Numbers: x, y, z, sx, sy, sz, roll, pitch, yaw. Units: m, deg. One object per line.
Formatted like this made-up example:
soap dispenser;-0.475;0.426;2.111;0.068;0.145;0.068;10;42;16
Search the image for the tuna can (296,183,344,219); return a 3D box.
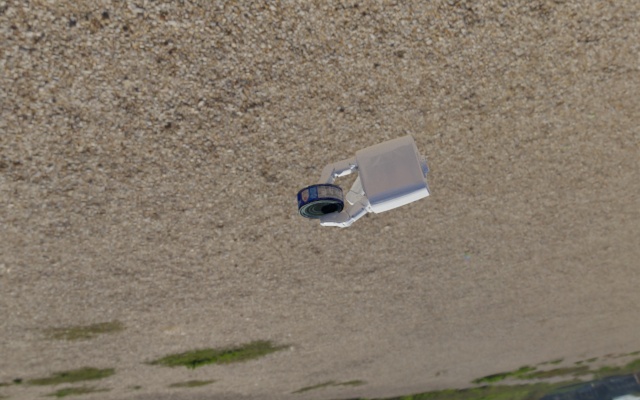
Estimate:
tuna can;0.000;0.003;0.872;0.086;0.033;0.086;-6;-25;-3
